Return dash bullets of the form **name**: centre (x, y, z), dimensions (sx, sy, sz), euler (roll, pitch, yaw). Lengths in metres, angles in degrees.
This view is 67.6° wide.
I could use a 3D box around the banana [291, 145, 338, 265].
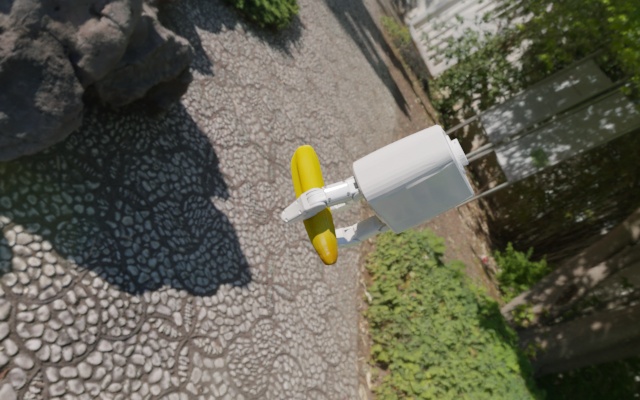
- **banana**: centre (-0.009, -0.011, 0.606), dimensions (0.037, 0.197, 0.070), euler (-24, -46, 13)
